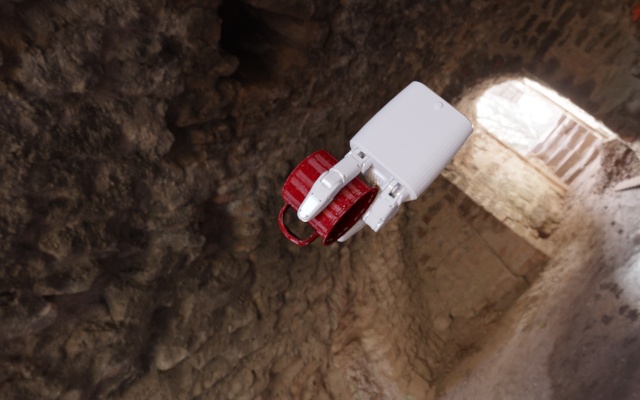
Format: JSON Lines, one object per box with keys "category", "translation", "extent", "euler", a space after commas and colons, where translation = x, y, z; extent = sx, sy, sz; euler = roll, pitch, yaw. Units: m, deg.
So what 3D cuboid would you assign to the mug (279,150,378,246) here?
{"category": "mug", "translation": [-0.001, 0.003, 0.573], "extent": [0.081, 0.117, 0.093], "euler": [43, -9, 15]}
